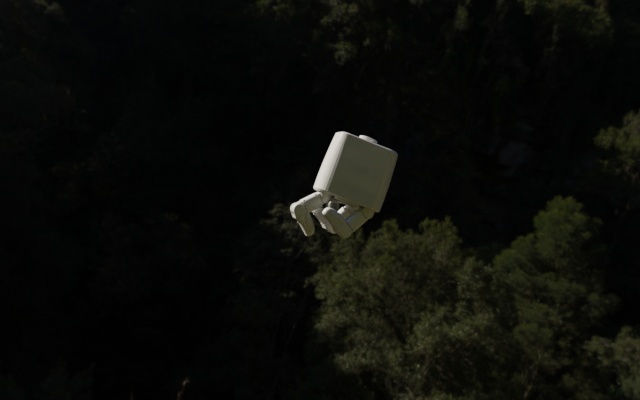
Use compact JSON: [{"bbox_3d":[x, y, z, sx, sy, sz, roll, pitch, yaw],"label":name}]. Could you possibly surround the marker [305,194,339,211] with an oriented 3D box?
[{"bbox_3d":[0.000,0.003,0.835,0.020,0.020,0.121,0,6,-22],"label":"marker"}]
